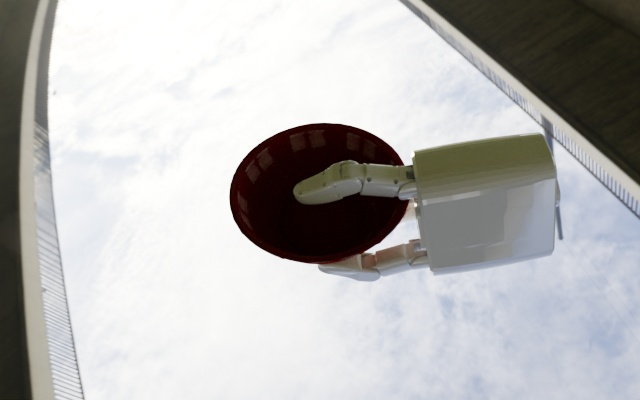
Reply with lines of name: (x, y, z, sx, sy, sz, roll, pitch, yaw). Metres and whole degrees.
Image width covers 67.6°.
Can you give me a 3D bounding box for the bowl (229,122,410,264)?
bowl: (-0.001, 0.002, 0.444, 0.162, 0.162, 0.055, 0, -38, 5)
